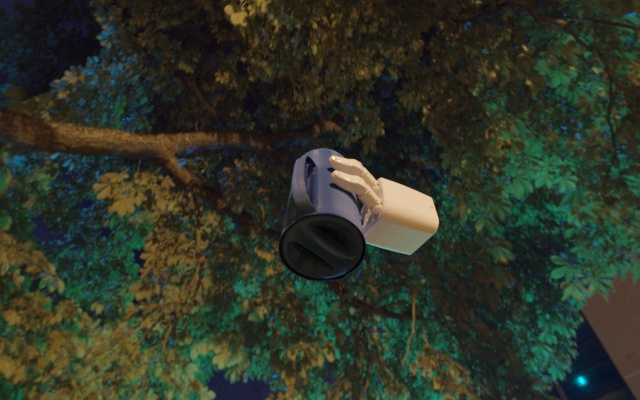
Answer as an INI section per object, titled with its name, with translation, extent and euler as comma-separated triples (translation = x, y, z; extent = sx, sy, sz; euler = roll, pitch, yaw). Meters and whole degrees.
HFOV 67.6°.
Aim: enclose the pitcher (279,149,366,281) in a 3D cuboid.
[pitcher]
translation = 0.000, 0.003, 0.811
extent = 0.145, 0.149, 0.242
euler = 19, 32, -13
